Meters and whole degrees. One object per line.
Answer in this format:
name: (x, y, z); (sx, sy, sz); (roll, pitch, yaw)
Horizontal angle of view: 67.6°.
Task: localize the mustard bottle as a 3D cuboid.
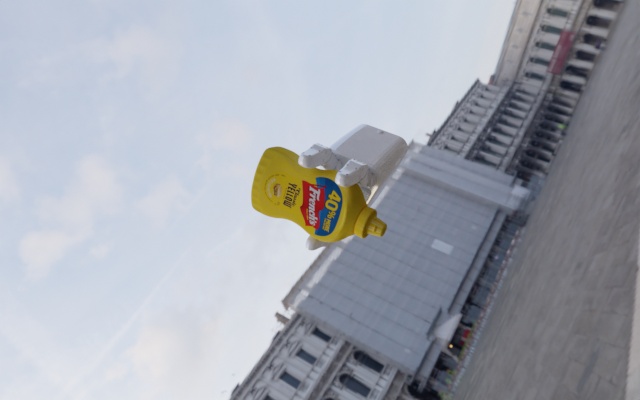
mustard bottle: (0.000, 0.002, 0.640); (0.191, 0.096, 0.058); (24, 19, 21)
